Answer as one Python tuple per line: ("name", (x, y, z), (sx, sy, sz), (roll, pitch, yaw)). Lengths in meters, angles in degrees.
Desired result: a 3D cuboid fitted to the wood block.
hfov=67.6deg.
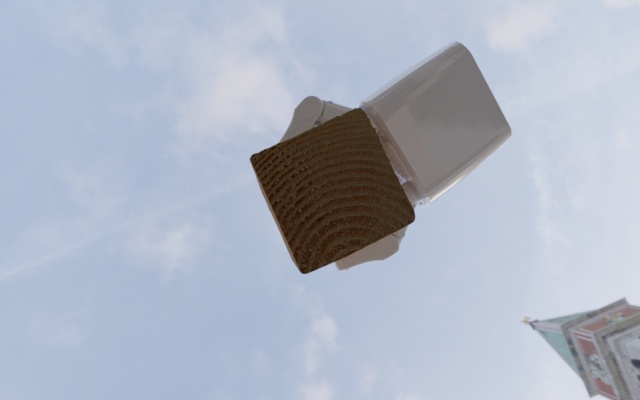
("wood block", (0.001, 0.002, 0.425), (0.090, 0.091, 0.206), (-25, -3, -6))
